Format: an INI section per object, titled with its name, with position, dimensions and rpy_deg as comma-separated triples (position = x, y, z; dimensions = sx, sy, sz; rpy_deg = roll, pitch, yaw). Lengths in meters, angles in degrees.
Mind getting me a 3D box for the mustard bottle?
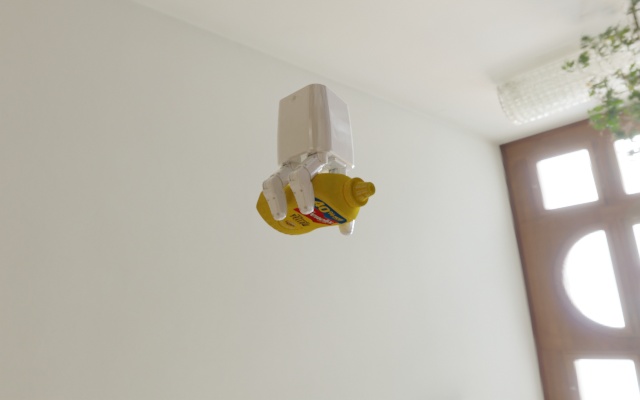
[mustard bottle]
position = 0.000, 0.003, 0.691
dimensions = 0.191, 0.058, 0.096
rpy_deg = -16, -44, 43
